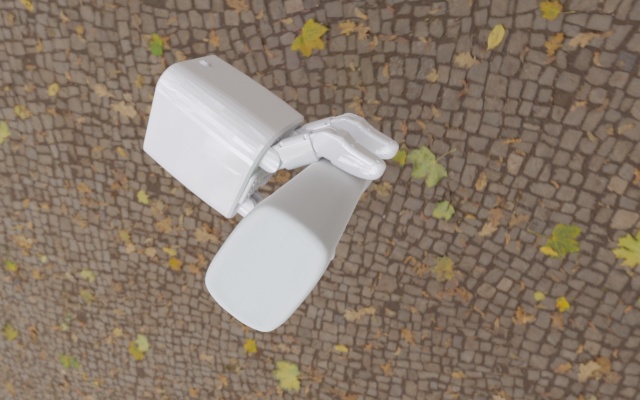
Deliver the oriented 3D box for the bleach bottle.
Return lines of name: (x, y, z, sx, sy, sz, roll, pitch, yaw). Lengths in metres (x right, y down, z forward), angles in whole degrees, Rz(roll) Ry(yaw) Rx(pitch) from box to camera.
bleach bottle: (0.000, 0.001, 0.427, 0.068, 0.103, 0.250, 38, 29, 1)
